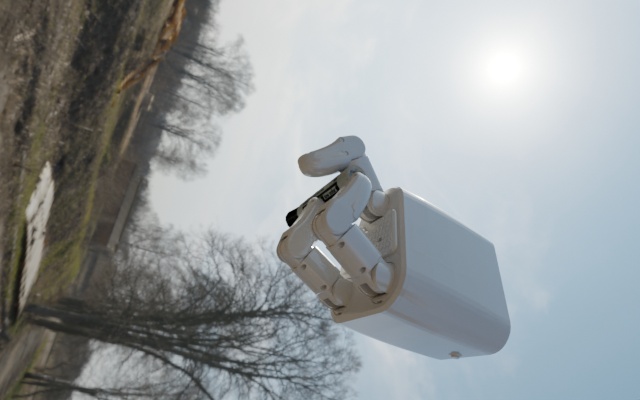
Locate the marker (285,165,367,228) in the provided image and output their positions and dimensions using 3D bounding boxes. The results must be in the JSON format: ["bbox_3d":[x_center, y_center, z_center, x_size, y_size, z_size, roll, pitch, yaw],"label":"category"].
[{"bbox_3d":[0.000,0.001,0.410,0.020,0.020,0.121,0,-19,-29],"label":"marker"}]
